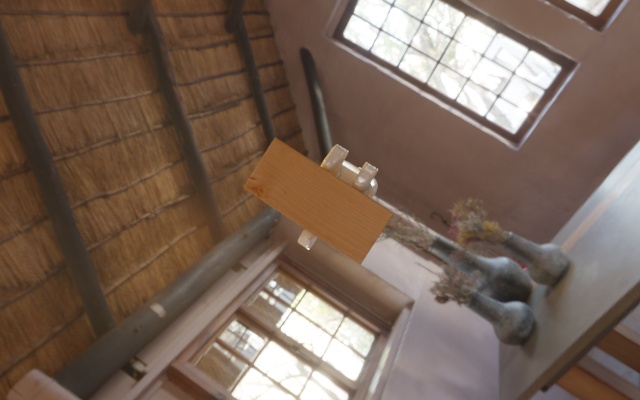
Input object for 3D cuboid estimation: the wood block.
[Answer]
[{"bbox_3d":[0.000,0.003,0.730,0.206,0.091,0.090,33,1,8],"label":"wood block"}]
